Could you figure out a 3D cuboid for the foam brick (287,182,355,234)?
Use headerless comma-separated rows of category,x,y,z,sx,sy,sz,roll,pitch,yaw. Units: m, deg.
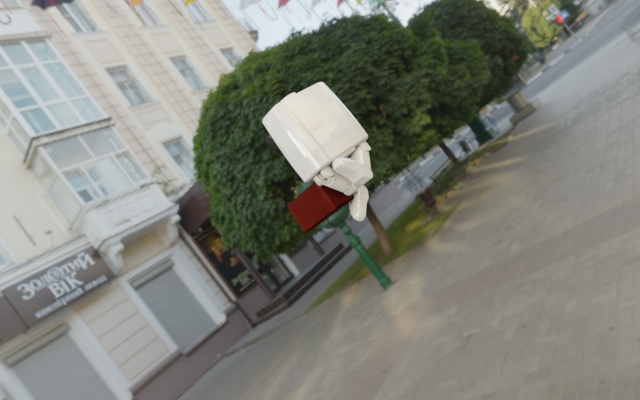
foam brick,0.000,0.003,0.706,0.078,0.051,0.053,-39,-4,38
